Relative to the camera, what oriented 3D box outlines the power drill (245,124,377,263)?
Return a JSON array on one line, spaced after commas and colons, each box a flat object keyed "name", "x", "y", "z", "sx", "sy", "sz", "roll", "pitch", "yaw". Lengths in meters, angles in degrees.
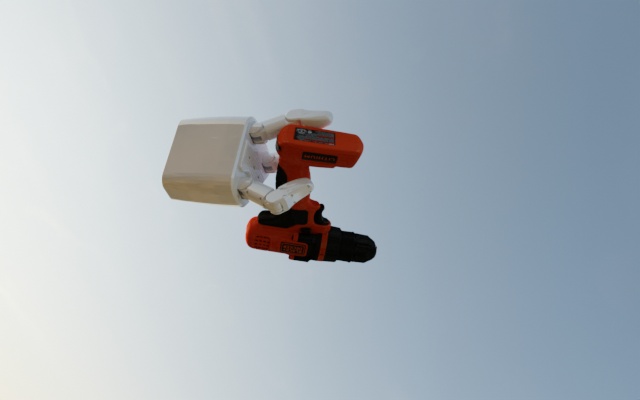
[{"name": "power drill", "x": 0.000, "y": 0.002, "z": 0.626, "sx": 0.184, "sy": 0.188, "sz": 0.057, "roll": 8, "pitch": 32, "yaw": -7}]
